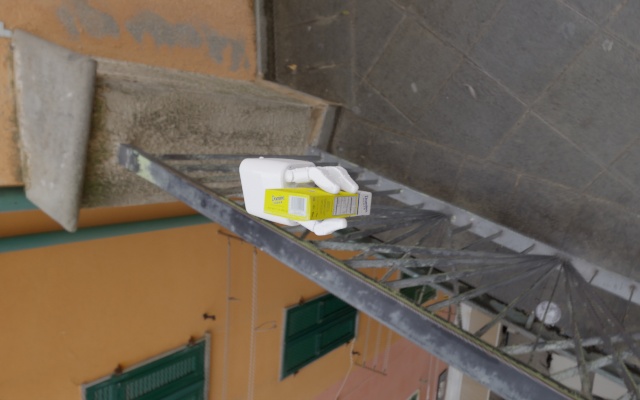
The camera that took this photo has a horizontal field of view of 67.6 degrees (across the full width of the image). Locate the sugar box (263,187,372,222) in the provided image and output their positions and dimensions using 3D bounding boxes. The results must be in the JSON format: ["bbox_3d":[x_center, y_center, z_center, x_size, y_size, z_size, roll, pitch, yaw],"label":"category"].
[{"bbox_3d":[0.000,0.002,0.789,0.093,0.048,0.176,10,10,36],"label":"sugar box"}]
